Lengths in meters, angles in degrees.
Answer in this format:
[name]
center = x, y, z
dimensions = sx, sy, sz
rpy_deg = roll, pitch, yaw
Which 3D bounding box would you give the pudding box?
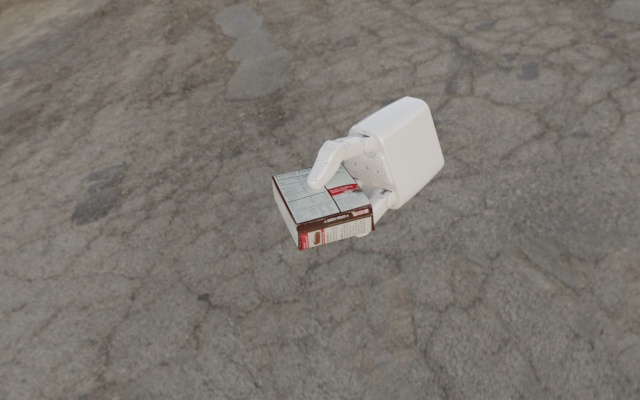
[pudding box]
center = 0.000, 0.002, 0.547
dimensions = 0.090, 0.039, 0.113
rpy_deg = -15, 33, -12
